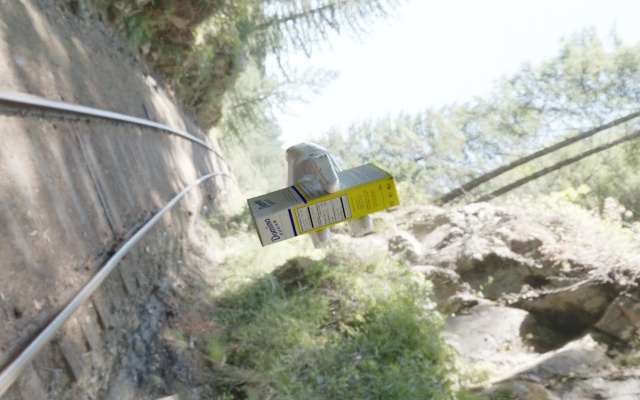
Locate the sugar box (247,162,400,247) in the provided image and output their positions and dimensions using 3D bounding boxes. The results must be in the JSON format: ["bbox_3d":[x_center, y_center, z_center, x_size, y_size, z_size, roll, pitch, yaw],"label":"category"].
[{"bbox_3d":[0.000,0.002,0.602,0.176,0.048,0.093,-19,18,-8],"label":"sugar box"}]
